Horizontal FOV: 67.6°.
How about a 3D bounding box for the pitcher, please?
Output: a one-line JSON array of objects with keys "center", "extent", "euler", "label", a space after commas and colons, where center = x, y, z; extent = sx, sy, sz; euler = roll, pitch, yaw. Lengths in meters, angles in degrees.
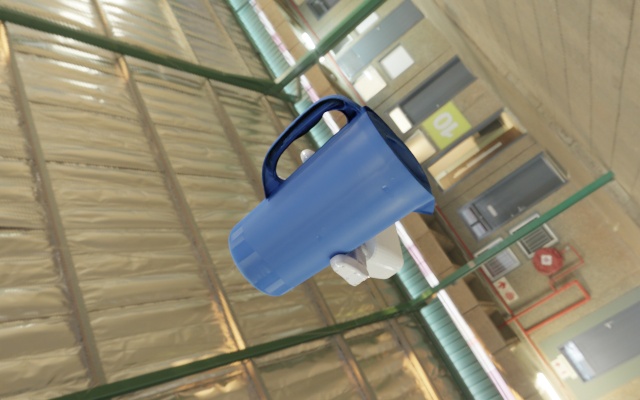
[{"center": [0.000, 0.002, 0.579], "extent": [0.243, 0.149, 0.145], "euler": [-38, -31, 17], "label": "pitcher"}]
